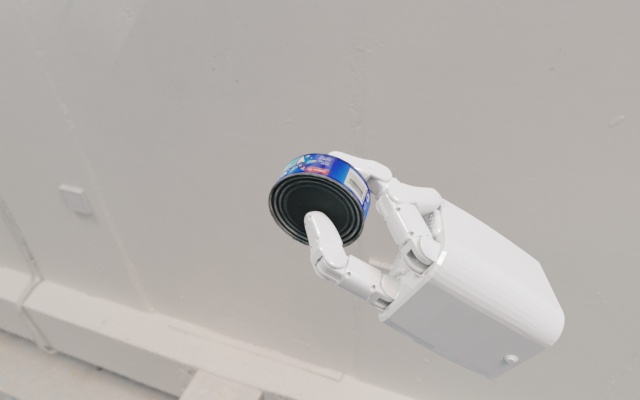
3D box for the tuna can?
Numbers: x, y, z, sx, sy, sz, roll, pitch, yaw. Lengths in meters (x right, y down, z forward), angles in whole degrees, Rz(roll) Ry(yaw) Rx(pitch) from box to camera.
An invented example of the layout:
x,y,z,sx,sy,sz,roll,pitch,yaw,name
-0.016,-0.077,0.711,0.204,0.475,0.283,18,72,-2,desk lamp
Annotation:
x,y,z,sx,sy,sz,roll,pitch,yaw,name
0.000,0.001,0.419,0.086,0.086,0.033,0,40,22,tuna can
